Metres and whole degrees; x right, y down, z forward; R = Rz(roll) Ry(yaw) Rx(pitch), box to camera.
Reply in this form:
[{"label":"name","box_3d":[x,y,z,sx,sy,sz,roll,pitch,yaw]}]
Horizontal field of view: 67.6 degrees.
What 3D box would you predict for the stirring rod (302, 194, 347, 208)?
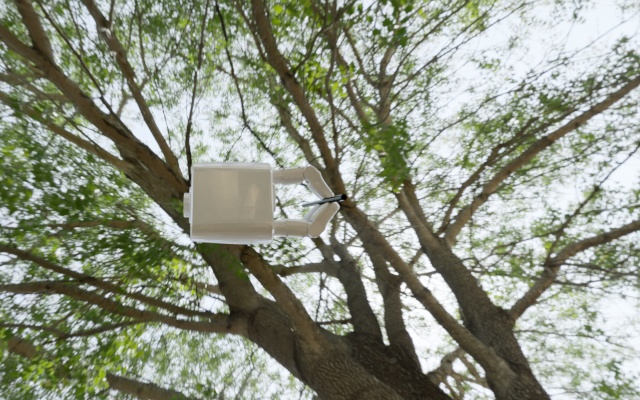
[{"label":"stirring rod","box_3d":[0.000,0.002,0.700,0.011,0.011,0.239,0,-3,-14]}]
